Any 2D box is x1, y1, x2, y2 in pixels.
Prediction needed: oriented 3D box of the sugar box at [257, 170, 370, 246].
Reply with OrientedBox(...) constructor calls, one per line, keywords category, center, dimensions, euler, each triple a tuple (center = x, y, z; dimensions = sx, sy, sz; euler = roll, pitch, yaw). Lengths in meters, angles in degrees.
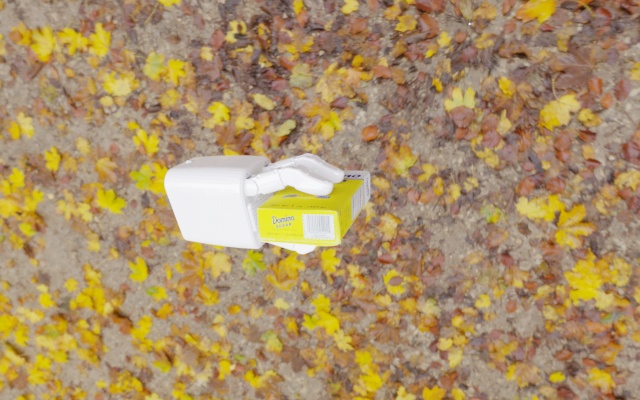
OrientedBox(category="sugar box", center=(0.000, 0.001, 0.585), dimensions=(0.093, 0.048, 0.176), euler=(3, 20, 16))
